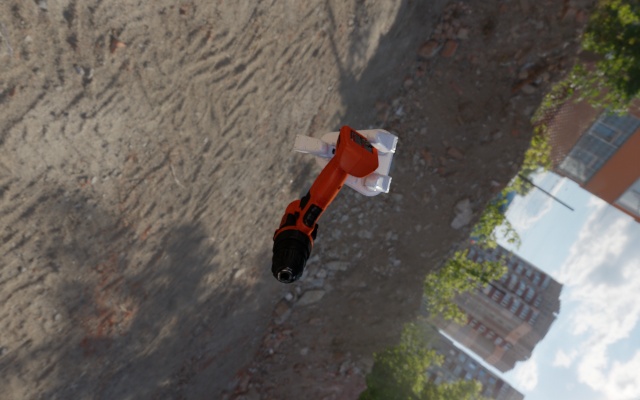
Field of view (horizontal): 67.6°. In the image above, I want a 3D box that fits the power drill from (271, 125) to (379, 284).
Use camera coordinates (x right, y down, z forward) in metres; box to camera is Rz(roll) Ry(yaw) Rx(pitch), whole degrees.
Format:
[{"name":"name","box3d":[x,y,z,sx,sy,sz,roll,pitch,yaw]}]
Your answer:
[{"name":"power drill","box3d":[0.000,0.002,0.626,0.057,0.188,0.184,33,22,-13]}]
